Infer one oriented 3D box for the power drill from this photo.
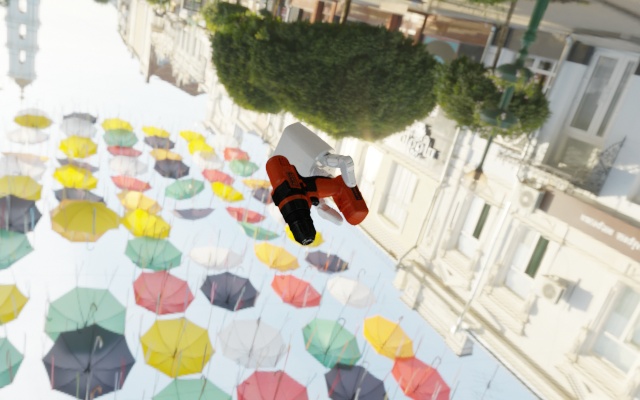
[{"bbox_3d":[0.000,0.003,0.869,0.187,0.184,0.057,7,-41,-42],"label":"power drill"}]
